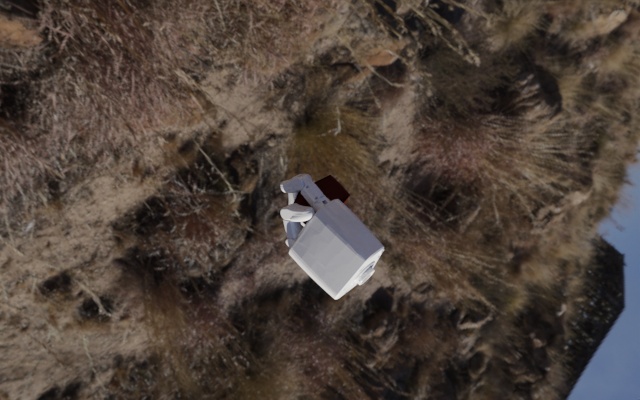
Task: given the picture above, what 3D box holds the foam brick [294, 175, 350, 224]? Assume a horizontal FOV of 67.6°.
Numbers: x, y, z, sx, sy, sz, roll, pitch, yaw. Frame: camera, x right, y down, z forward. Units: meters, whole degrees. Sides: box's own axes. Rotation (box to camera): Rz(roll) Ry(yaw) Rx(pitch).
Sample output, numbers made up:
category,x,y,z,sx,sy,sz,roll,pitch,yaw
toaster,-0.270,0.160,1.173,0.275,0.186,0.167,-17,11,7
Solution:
category,x,y,z,sx,sy,sz,roll,pitch,yaw
foam brick,0.000,0.002,0.784,0.051,0.053,0.078,44,44,18
